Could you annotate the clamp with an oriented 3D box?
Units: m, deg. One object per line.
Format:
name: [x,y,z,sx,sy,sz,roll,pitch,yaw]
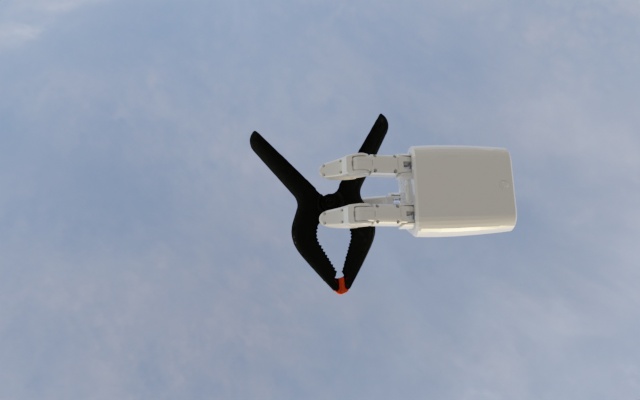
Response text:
clamp: [0.000,0.002,0.550,0.164,0.210,0.036,-1,-12,2]
